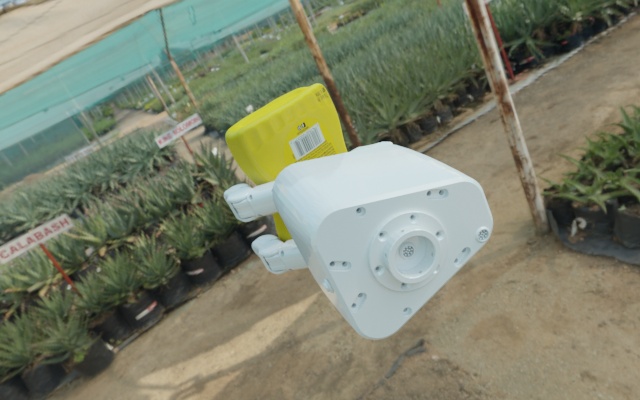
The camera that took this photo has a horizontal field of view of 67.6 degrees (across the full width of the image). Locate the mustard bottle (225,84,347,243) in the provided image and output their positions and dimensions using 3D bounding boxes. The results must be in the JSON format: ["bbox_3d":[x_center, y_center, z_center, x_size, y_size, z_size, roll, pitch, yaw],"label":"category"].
[{"bbox_3d":[0.000,0.001,0.429,0.096,0.192,0.058,-38,24,-29],"label":"mustard bottle"}]
